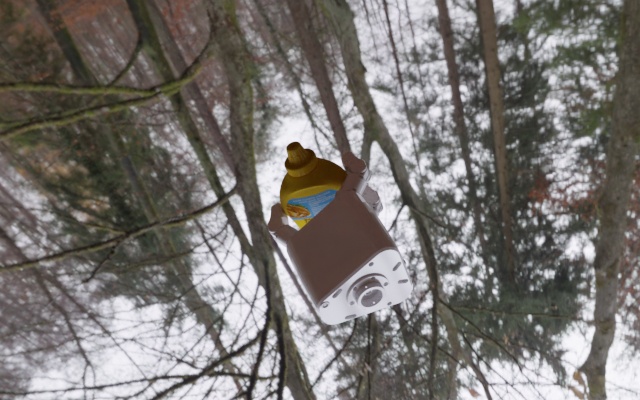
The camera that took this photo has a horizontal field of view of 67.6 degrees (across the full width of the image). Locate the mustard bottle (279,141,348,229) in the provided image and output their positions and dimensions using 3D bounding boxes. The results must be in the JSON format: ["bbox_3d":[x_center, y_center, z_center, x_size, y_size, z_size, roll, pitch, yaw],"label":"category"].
[{"bbox_3d":[0.000,0.002,0.625,0.096,0.192,0.058,-13,41,16],"label":"mustard bottle"}]
